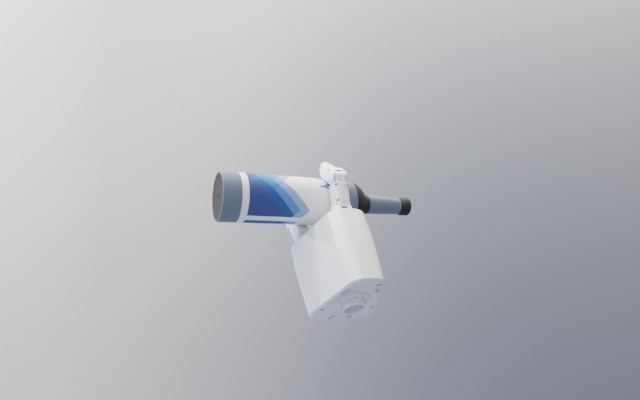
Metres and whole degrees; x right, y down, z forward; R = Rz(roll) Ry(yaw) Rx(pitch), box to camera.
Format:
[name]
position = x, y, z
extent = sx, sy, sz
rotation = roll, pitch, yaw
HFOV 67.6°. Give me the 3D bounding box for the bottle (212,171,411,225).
[bottle]
position = 0.000, 0.002, 0.680
extent = 0.296, 0.069, 0.069
rotation = 3, -1, -25
